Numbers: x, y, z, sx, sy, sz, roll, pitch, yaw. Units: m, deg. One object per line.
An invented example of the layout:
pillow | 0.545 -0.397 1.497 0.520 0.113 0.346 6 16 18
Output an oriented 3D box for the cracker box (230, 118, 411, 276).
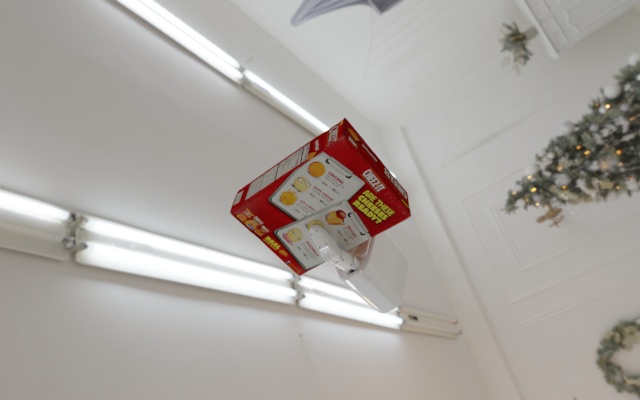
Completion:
cracker box | 0.000 0.003 0.717 0.214 0.164 0.072 -32 28 23
